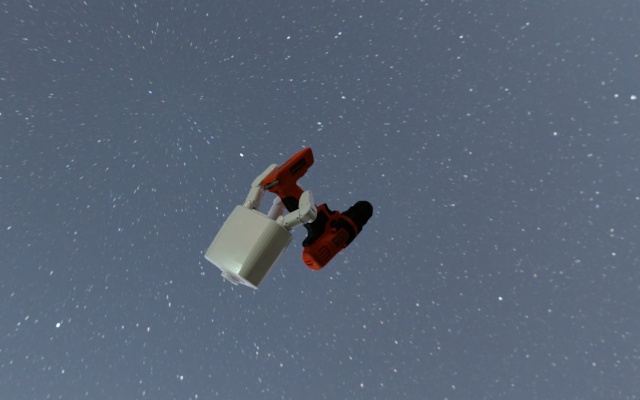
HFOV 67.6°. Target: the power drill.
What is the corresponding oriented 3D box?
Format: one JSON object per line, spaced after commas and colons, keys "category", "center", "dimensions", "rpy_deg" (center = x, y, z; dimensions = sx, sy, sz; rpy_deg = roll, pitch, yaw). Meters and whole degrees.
{"category": "power drill", "center": [0.000, 0.003, 0.852], "dimensions": [0.184, 0.188, 0.057], "rpy_deg": [-42, 12, -37]}
